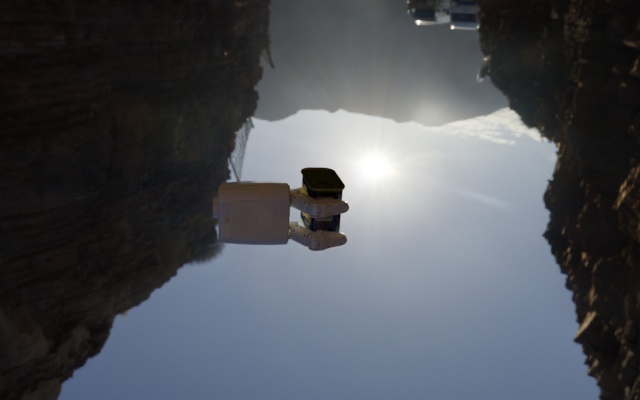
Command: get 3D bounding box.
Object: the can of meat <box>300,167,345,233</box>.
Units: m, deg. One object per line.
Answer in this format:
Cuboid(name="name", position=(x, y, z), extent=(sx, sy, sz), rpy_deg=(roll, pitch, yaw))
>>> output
Cuboid(name="can of meat", position=(0.000, 0.003, 0.759), extent=(0.057, 0.084, 0.102), rpy_deg=(-1, 22, -12))
